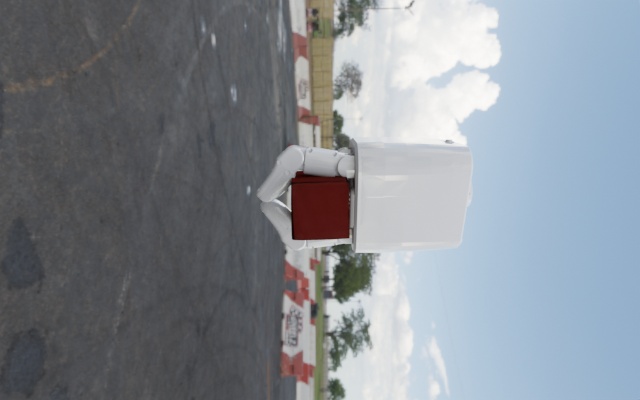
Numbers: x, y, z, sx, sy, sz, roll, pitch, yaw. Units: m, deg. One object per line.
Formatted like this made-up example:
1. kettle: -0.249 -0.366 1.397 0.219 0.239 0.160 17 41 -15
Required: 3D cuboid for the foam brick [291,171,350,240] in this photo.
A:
1. foam brick: 0.000 0.002 0.446 0.051 0.053 0.078 0 12 0
